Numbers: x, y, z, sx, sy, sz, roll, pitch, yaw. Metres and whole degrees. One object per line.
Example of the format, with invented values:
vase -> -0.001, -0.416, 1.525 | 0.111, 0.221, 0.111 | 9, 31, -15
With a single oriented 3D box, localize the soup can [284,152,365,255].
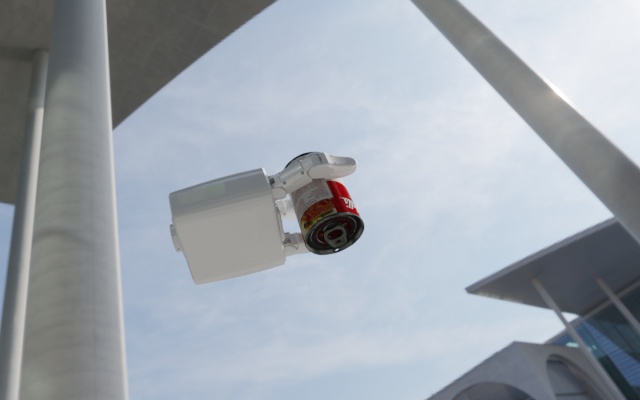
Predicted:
soup can -> 0.000, 0.001, 0.544 | 0.068, 0.102, 0.069 | -14, -40, -12
